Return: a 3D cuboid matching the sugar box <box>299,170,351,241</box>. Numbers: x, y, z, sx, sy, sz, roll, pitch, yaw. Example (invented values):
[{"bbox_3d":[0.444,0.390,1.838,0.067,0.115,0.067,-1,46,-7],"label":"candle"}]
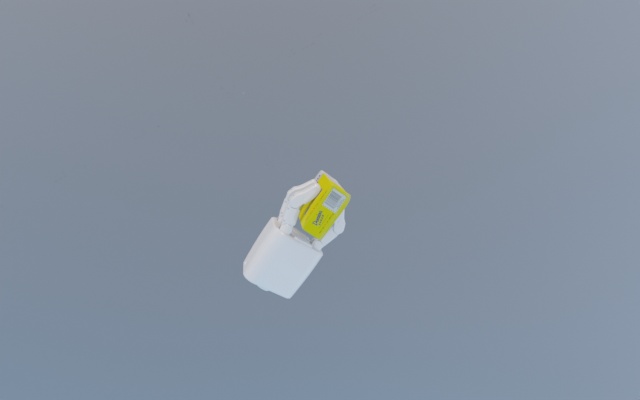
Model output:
[{"bbox_3d":[0.000,0.003,0.875,0.048,0.093,0.176,34,5,-15],"label":"sugar box"}]
